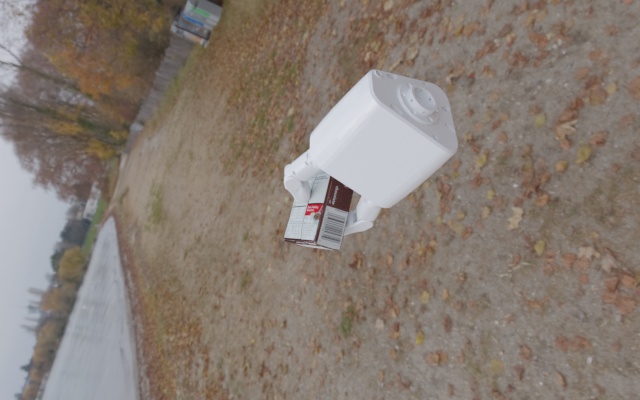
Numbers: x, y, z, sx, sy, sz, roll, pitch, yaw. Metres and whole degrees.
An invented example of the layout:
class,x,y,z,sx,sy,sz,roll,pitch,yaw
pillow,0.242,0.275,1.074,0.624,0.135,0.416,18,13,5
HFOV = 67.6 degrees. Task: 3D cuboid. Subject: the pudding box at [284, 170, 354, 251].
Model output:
class,x,y,z,sx,sy,sz,roll,pitch,yaw
pudding box,0.000,0.002,0.589,0.039,0.113,0.090,20,-11,-26
